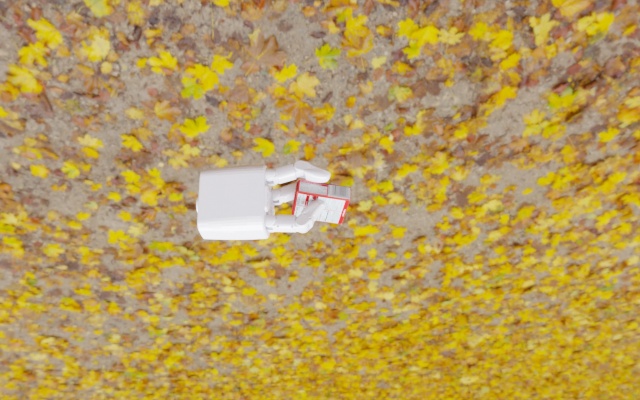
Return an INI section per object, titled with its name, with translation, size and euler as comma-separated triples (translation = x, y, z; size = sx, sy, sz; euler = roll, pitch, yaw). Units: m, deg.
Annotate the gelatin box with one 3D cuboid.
[gelatin box]
translation = 0.000, 0.003, 0.784
size = 0.089, 0.030, 0.073
euler = 9, -36, -4
